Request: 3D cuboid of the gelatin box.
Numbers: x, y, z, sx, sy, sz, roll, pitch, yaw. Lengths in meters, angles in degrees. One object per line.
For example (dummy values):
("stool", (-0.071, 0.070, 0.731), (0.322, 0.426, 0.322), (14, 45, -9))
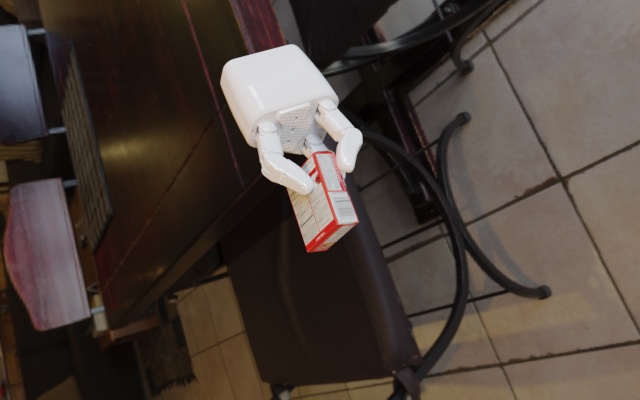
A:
("gelatin box", (0.000, 0.002, 0.521), (0.030, 0.089, 0.073), (-4, -26, -32))
